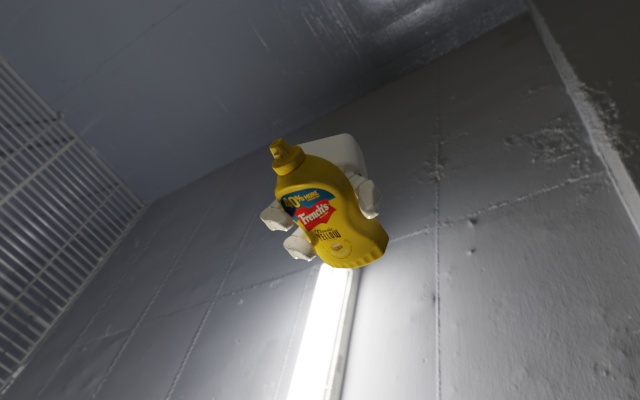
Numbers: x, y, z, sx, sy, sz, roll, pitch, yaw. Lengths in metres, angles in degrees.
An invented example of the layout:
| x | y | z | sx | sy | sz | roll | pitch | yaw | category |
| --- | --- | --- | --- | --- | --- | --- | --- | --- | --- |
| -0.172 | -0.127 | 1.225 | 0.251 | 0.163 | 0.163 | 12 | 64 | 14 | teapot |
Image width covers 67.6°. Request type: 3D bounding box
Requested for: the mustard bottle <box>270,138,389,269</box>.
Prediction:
| x | y | z | sx | sy | sz | roll | pitch | yaw | category |
| --- | --- | --- | --- | --- | --- | --- | --- | --- | --- |
| 0.000 | 0.002 | 0.590 | 0.096 | 0.192 | 0.058 | -14 | 34 | 38 | mustard bottle |
